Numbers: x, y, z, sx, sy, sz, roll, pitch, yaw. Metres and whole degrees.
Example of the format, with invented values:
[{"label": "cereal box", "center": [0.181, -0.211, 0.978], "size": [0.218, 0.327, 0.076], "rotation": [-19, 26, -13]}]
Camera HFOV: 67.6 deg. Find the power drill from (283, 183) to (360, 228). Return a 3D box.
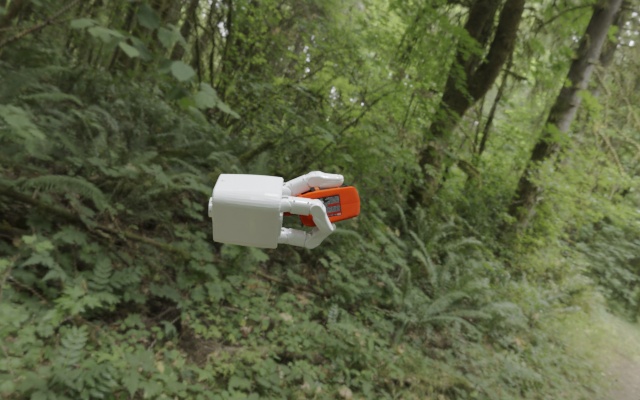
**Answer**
[{"label": "power drill", "center": [0.000, 0.003, 0.870], "size": [0.184, 0.057, 0.187], "rotation": [-12, 6, -19]}]
